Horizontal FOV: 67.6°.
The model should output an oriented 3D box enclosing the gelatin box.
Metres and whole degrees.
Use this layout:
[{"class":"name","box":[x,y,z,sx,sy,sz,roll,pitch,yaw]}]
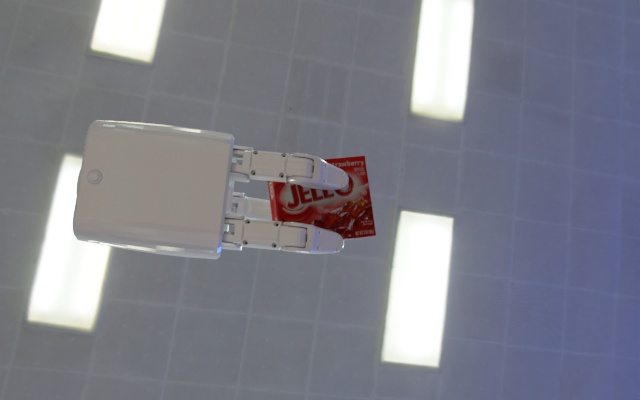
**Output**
[{"class":"gelatin box","box":[0.000,0.001,0.424,0.089,0.073,0.030,-6,-6,-17]}]
